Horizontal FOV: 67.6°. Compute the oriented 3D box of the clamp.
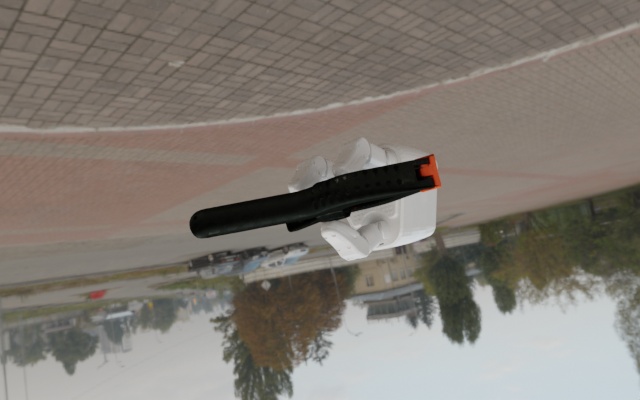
[{"bbox_3d":[0.001,0.002,0.428,0.210,0.036,0.164,-17,-8,35],"label":"clamp"}]
